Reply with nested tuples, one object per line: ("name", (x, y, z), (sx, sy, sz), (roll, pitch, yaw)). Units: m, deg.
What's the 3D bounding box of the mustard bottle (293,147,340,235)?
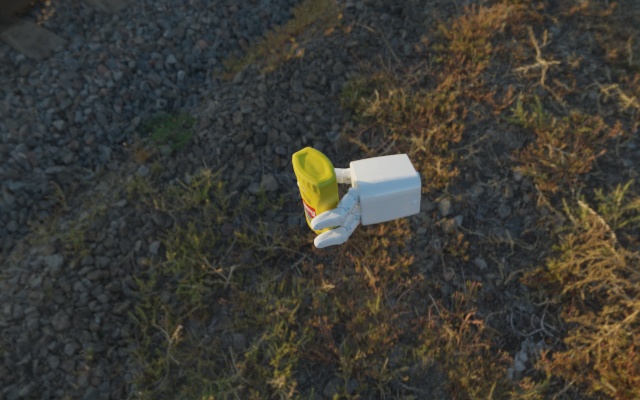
("mustard bottle", (0.000, 0.003, 0.842), (0.058, 0.192, 0.096), (-29, 52, -15))
